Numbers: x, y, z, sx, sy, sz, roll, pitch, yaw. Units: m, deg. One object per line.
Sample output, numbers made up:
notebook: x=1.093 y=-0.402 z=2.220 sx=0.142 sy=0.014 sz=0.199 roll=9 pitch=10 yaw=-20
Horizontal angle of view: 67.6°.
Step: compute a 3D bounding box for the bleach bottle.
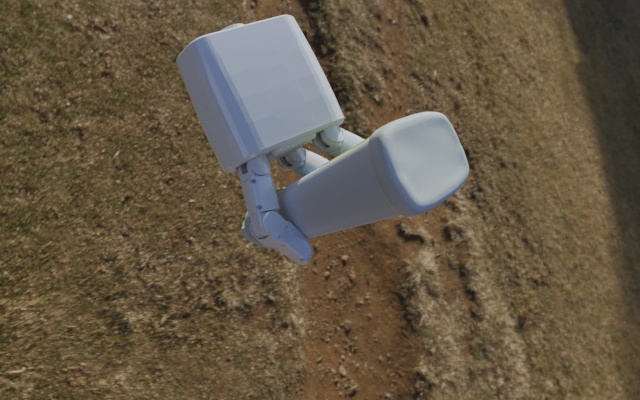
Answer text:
bleach bottle: x=0.000 y=0.001 z=0.431 sx=0.102 sy=0.068 sz=0.251 roll=-25 pitch=2 yaw=-44
